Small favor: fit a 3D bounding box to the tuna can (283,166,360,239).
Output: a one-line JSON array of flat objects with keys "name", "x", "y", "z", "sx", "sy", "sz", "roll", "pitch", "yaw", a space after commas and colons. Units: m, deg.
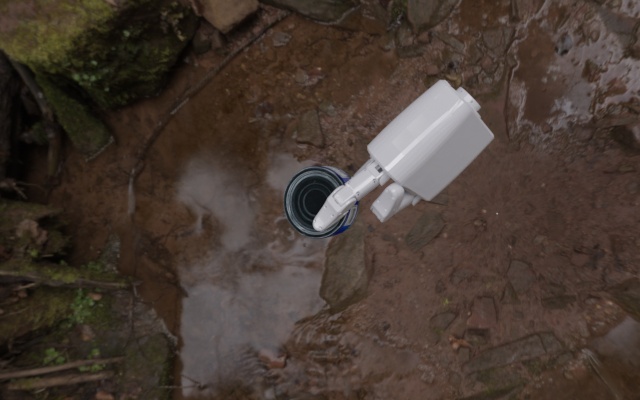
[{"name": "tuna can", "x": 0.000, "y": 0.002, "z": 0.558, "sx": 0.086, "sy": 0.086, "sz": 0.034, "roll": 0, "pitch": 2, "yaw": 24}]
